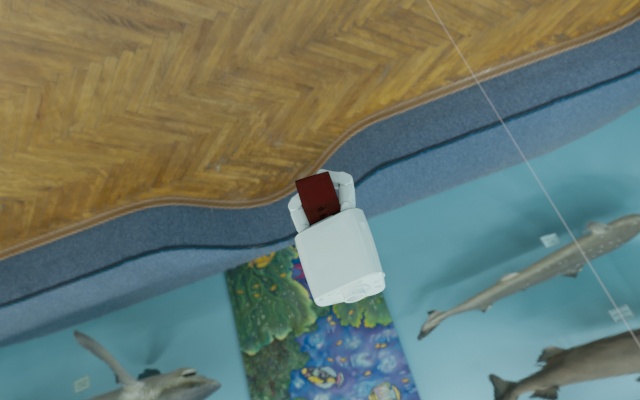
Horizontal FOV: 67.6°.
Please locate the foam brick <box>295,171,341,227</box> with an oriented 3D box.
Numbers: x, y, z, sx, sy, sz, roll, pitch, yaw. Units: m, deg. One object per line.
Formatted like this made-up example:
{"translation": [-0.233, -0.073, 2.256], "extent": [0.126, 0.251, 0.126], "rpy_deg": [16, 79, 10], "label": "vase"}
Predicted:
{"translation": [0.000, 0.002, 0.711], "extent": [0.053, 0.051, 0.078], "rpy_deg": [-18, -30, 2], "label": "foam brick"}
